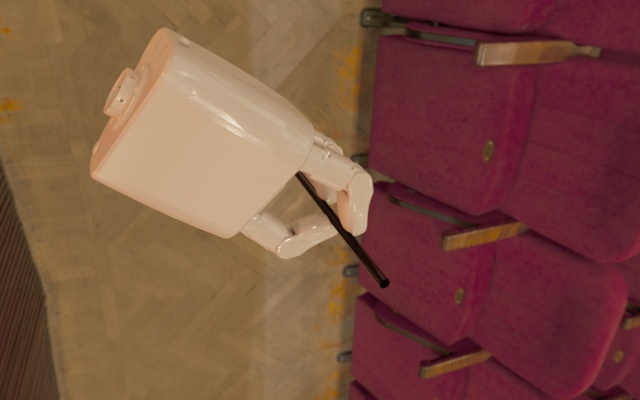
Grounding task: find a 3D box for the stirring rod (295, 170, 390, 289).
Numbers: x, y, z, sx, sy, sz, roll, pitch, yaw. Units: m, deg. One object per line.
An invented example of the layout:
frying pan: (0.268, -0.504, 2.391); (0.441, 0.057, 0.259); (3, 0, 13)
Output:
stirring rod: (0.000, 0.001, 0.424); (0.011, 0.011, 0.239); (0, 28, -24)
